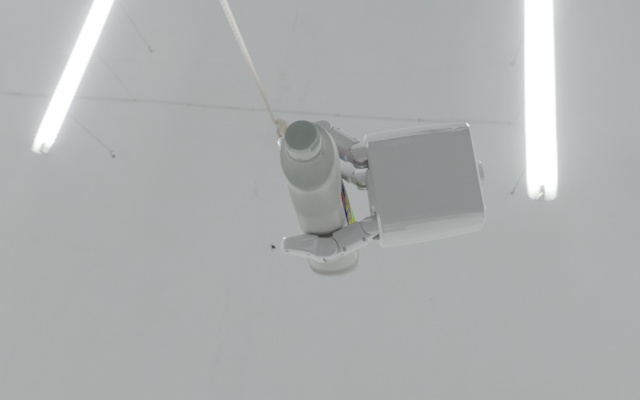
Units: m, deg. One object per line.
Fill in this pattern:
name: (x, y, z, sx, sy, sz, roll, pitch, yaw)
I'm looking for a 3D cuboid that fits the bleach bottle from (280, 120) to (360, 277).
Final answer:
bleach bottle: (0.000, 0.002, 0.508, 0.068, 0.102, 0.251, -7, -24, 5)
